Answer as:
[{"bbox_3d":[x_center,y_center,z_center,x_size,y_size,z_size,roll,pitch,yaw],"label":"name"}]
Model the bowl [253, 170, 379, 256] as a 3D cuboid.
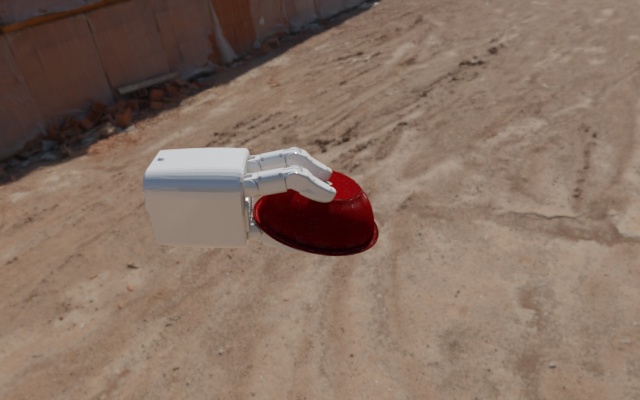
[{"bbox_3d":[0.001,0.002,0.590,0.162,0.055,0.162,11,25,-5],"label":"bowl"}]
